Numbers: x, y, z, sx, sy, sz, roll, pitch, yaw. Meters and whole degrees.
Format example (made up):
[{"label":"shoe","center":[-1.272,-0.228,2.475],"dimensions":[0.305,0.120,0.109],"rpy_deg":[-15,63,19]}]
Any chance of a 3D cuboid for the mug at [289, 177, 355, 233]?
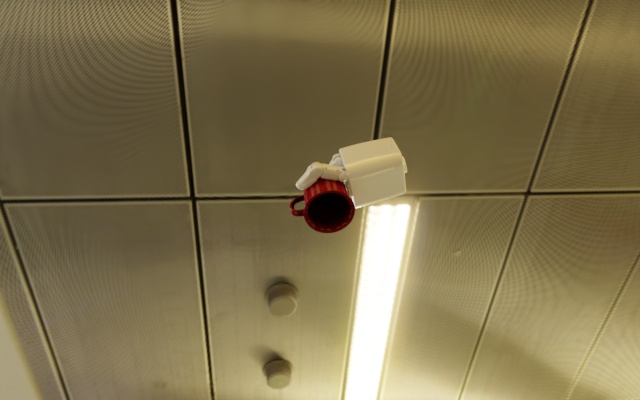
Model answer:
[{"label":"mug","center":[-0.001,0.003,0.887],"dimensions":[0.117,0.093,0.081],"rpy_deg":[-13,33,1]}]
